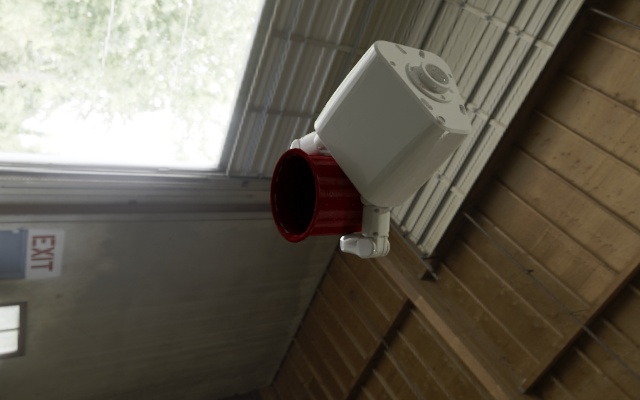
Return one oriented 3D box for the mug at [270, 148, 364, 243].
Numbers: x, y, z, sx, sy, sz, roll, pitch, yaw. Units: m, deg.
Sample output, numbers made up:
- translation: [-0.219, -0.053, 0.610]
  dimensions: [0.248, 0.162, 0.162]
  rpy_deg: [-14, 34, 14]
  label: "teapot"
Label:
- translation: [0.000, 0.003, 0.499]
  dimensions: [0.081, 0.093, 0.117]
  rpy_deg: [0, -34, -34]
  label: "mug"
